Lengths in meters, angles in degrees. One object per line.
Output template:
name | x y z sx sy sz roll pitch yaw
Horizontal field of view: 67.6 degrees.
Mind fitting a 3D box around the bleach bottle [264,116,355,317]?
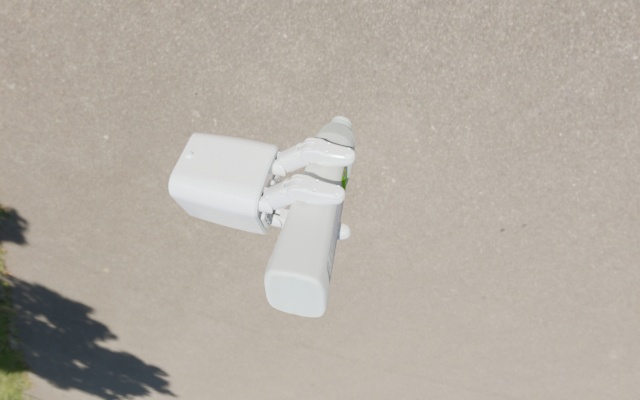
bleach bottle | 0.000 0.002 0.569 0.068 0.250 0.103 11 -35 7
